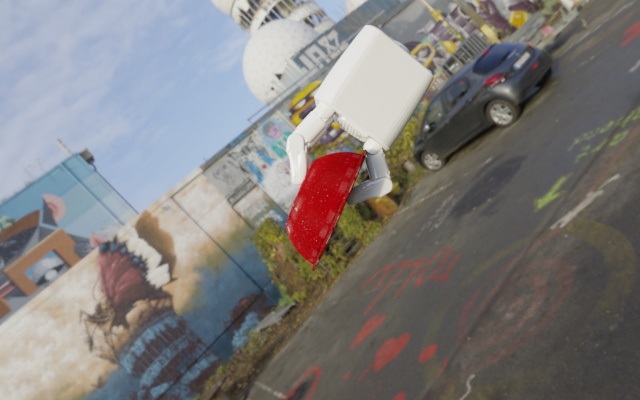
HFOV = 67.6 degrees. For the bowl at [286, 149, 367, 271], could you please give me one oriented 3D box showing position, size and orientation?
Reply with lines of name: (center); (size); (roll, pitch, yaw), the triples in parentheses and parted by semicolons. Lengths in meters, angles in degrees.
bowl: (-0.001, 0.003, 0.585); (0.055, 0.162, 0.162); (23, 0, 1)
